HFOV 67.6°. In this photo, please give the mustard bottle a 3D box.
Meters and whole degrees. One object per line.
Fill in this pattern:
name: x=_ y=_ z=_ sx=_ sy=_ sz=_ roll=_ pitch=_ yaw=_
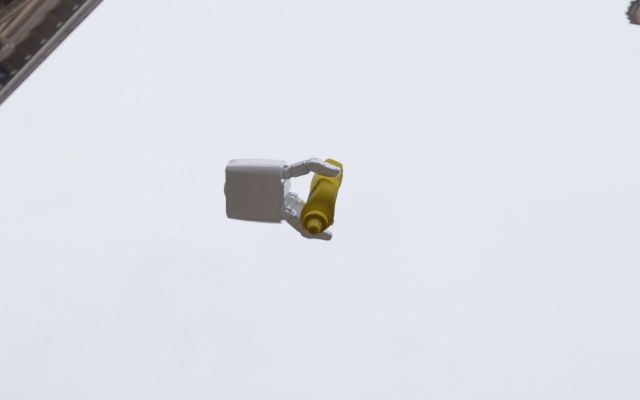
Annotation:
mustard bottle: x=0.001 y=0.003 z=0.866 sx=0.058 sy=0.096 sz=0.191 roll=24 pitch=30 yaw=-5
